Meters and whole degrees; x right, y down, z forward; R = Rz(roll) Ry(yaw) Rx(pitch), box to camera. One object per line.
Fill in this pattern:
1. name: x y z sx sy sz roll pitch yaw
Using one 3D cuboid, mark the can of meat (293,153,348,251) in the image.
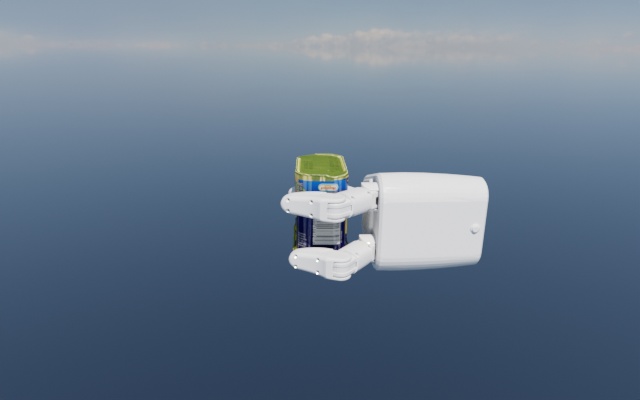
1. can of meat: 0.000 0.001 0.497 0.057 0.084 0.102 0 18 -2
